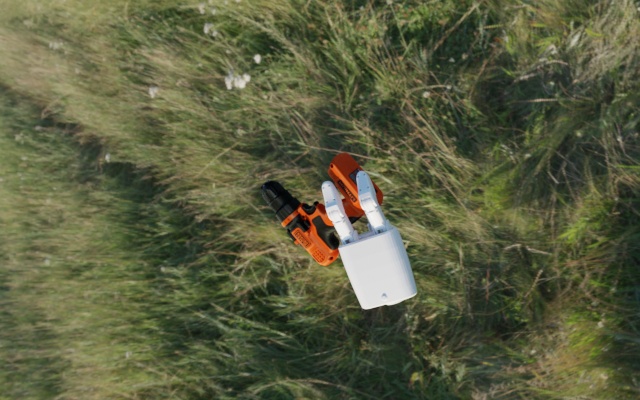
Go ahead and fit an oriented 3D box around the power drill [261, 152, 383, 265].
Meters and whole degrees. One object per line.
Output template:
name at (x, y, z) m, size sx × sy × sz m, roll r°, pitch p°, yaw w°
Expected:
power drill at (0.001, 0.003, 0.804) m, size 0.188 × 0.184 × 0.057 m, roll -42°, pitch 0°, yaw 42°
